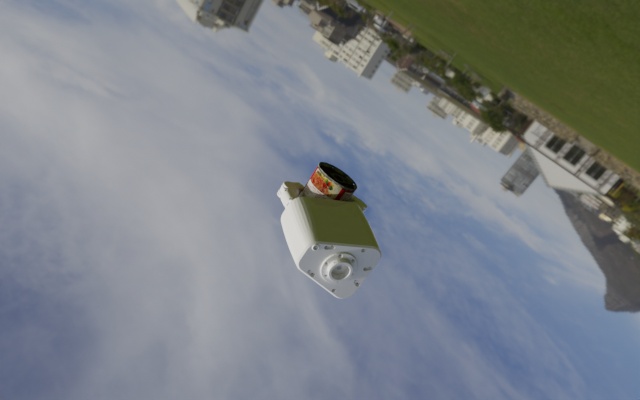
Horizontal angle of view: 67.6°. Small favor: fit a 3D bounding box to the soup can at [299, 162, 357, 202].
[{"bbox_3d":[0.000,0.002,0.725,0.068,0.102,0.068,29,21,-12],"label":"soup can"}]
